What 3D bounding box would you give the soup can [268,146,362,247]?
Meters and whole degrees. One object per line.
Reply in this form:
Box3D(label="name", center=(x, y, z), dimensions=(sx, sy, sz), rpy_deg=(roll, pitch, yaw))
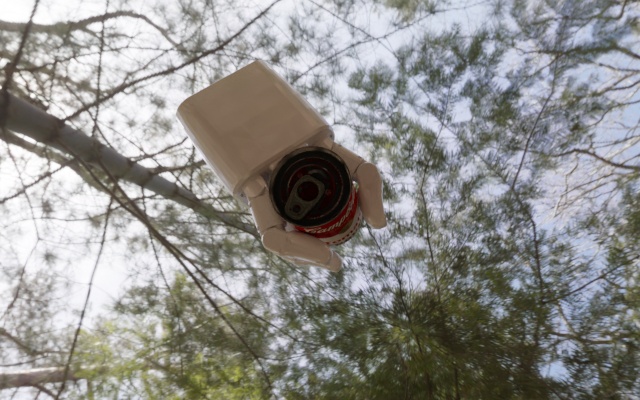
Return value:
Box3D(label="soup can", center=(0.001, 0.002, 0.427), dimensions=(0.068, 0.068, 0.102), rpy_deg=(0, -15, 10))
